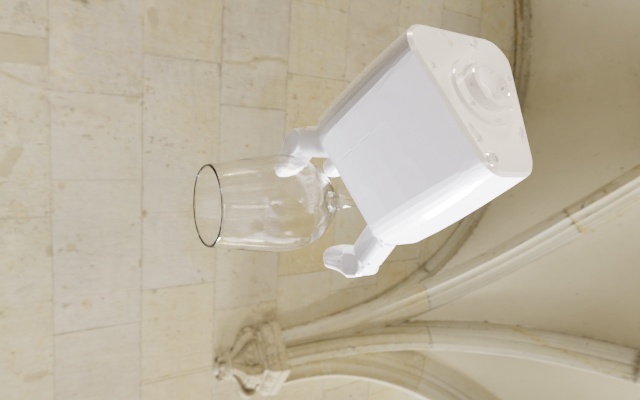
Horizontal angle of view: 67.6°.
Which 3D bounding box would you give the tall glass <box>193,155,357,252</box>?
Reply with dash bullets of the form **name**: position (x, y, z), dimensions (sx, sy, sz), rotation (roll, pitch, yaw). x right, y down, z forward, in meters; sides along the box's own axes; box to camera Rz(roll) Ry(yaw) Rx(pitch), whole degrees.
- **tall glass**: position (0.001, 0.001, 0.404), dimensions (0.201, 0.079, 0.079), rotation (-2, 1, -33)
